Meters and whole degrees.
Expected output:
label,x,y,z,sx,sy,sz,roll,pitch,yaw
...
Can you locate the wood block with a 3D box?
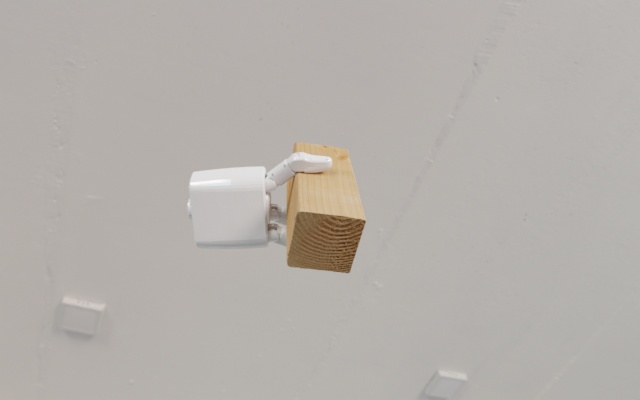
label,x,y,z,sx,sy,sz,roll,pitch,yaw
wood block,0.000,0.002,0.699,0.090,0.091,0.206,8,31,-9
